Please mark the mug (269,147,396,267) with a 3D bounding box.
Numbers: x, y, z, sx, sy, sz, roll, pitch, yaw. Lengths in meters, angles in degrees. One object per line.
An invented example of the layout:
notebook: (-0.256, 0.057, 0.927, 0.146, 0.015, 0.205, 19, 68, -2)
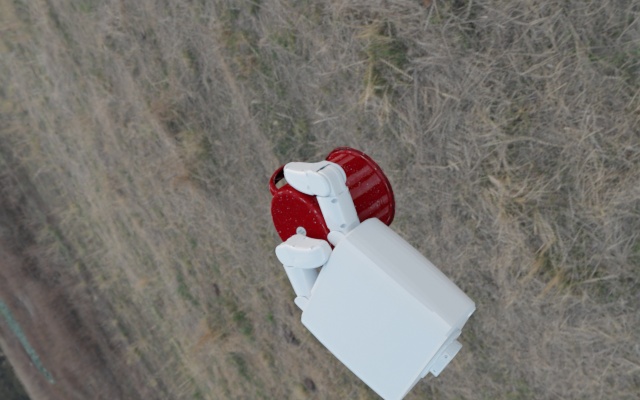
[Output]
mug: (-0.001, 0.001, 0.450, 0.117, 0.093, 0.081, 39, 51, 25)
